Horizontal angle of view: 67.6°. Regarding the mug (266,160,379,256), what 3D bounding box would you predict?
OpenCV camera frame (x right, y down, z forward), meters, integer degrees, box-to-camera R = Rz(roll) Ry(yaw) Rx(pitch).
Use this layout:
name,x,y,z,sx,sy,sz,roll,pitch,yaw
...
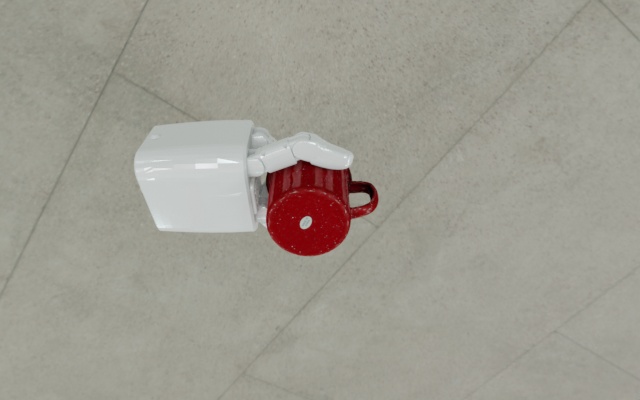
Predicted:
name,x,y,z,sx,sy,sz,roll,pitch,yaw
mug,0.002,0.002,0.482,0.117,0.093,0.081,-1,33,0
